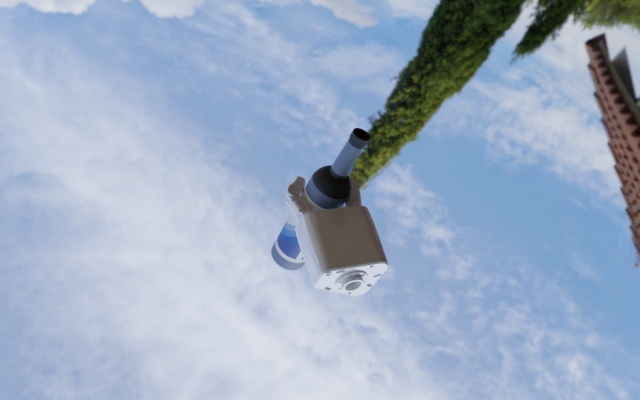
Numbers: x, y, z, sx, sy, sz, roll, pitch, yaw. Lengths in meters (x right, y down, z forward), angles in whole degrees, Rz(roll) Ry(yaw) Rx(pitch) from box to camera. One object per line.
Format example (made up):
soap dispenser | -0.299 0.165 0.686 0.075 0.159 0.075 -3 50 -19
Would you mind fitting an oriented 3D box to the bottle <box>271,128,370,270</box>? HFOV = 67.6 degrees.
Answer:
bottle | 0.000 0.003 0.770 0.069 0.069 0.296 0 -41 -32
